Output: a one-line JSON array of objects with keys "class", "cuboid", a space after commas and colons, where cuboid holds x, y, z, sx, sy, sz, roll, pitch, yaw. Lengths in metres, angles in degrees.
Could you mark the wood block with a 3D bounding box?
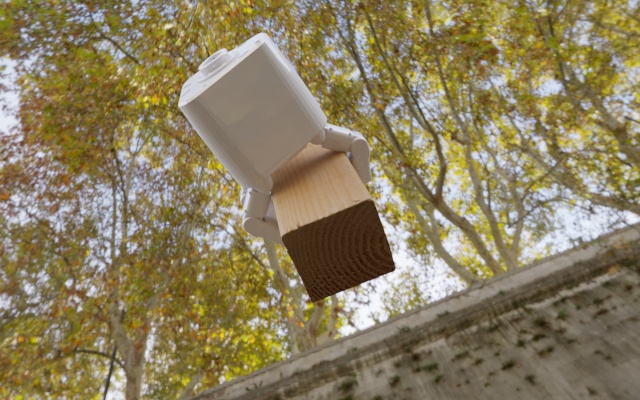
[{"class": "wood block", "cuboid": [0.000, 0.001, 0.528, 0.091, 0.090, 0.206, -22, 30, 0]}]
